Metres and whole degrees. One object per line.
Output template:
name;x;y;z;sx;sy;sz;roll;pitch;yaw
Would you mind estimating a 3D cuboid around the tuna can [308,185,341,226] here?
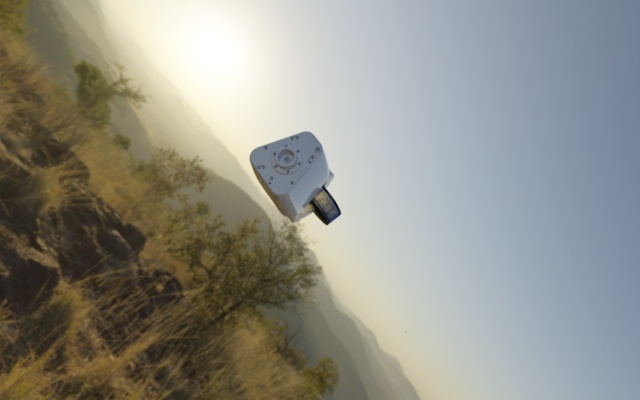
tuna can;0.001;0.003;0.882;0.034;0.086;0.086;-37;7;-10
